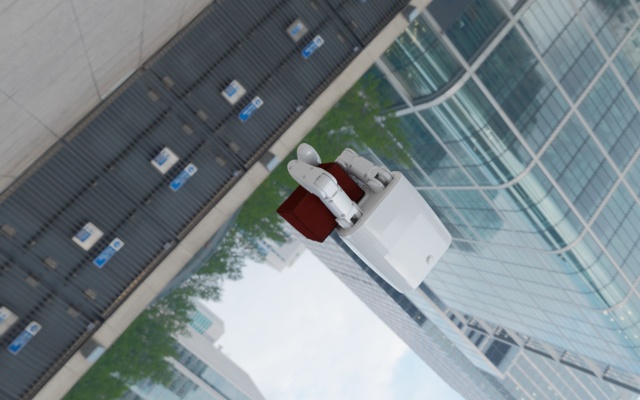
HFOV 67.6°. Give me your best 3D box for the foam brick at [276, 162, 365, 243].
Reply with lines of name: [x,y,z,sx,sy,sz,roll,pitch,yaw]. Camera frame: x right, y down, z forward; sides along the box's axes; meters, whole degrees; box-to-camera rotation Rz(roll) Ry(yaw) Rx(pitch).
foam brick: [0.000,0.002,0.536,0.051,0.078,0.053,46,-14,-17]
